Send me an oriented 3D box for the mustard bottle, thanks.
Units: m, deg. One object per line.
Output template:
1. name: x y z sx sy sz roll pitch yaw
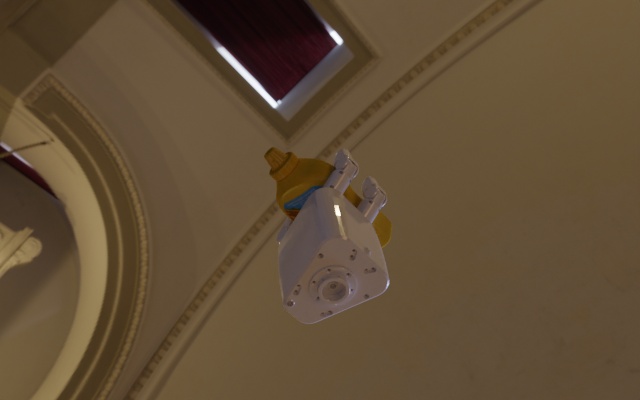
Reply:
1. mustard bottle: 0.000 0.002 0.622 0.096 0.058 0.192 -30 -62 35
